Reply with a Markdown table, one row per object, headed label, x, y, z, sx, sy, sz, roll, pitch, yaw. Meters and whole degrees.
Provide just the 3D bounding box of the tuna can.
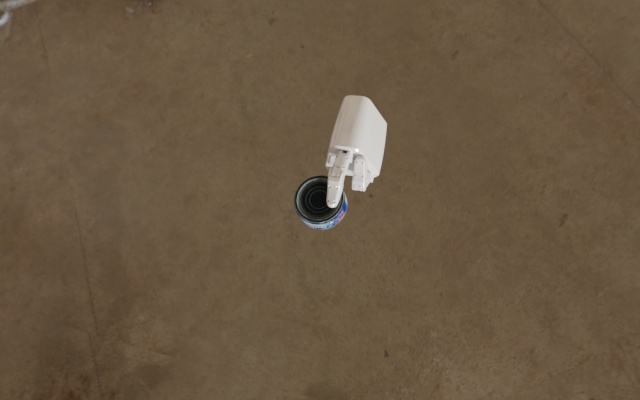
| label | x | y | z | sx | sy | sz | roll | pitch | yaw |
| --- | --- | --- | --- | --- | --- | --- | --- | --- | --- |
| tuna can | 0.000 | 0.002 | 0.784 | 0.086 | 0.086 | 0.034 | 0 | -19 | 11 |
